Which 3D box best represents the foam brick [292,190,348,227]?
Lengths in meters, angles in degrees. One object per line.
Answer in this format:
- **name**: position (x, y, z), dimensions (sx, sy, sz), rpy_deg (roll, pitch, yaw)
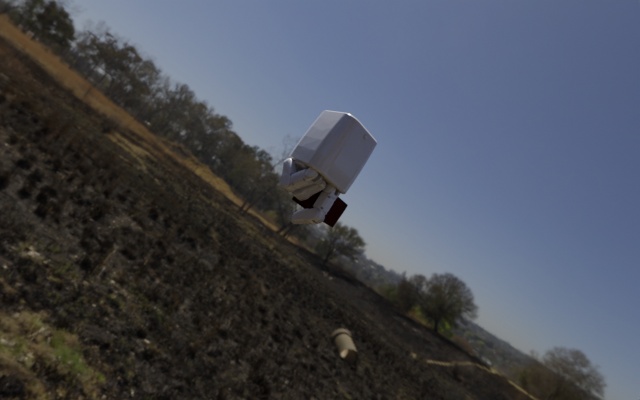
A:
- **foam brick**: position (0.000, 0.003, 0.842), dimensions (0.053, 0.051, 0.078), rpy_deg (30, -6, 44)
